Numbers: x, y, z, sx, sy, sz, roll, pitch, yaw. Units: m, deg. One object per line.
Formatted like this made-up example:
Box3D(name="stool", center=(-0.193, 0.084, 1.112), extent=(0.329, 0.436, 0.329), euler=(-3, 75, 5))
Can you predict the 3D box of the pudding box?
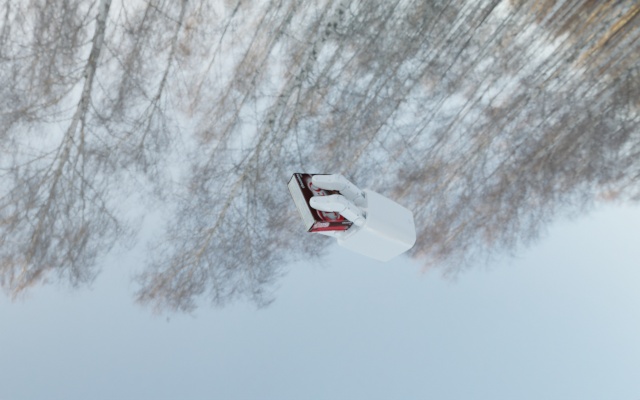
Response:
Box3D(name="pudding box", center=(0.000, 0.003, 0.861), extent=(0.090, 0.113, 0.039), euler=(0, -41, -37))
